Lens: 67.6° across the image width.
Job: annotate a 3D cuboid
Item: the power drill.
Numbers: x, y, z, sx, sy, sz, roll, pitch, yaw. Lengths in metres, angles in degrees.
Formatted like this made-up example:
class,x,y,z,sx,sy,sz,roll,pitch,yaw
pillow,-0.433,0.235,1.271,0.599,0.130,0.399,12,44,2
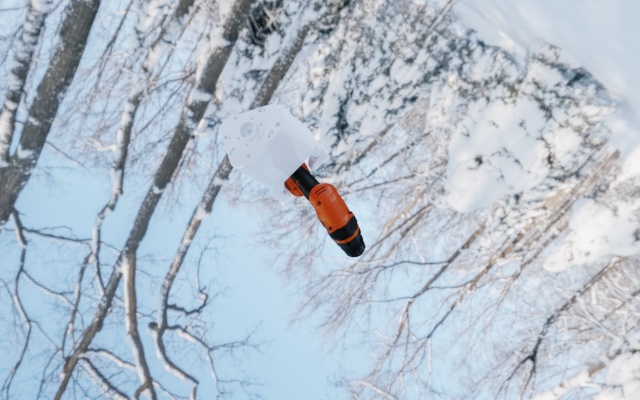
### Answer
class,x,y,z,sx,sy,sz,roll,pitch,yaw
power drill,0.000,0.002,0.833,0.187,0.057,0.185,45,-11,42
